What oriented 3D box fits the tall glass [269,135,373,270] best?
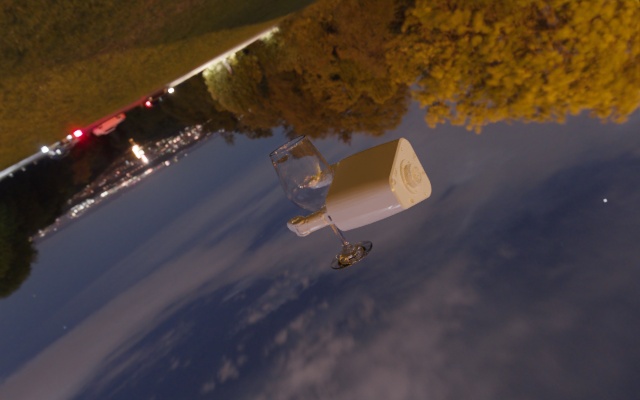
[{"bbox_3d":[0.000,0.003,0.722,0.079,0.201,0.079,-29,14,8],"label":"tall glass"}]
